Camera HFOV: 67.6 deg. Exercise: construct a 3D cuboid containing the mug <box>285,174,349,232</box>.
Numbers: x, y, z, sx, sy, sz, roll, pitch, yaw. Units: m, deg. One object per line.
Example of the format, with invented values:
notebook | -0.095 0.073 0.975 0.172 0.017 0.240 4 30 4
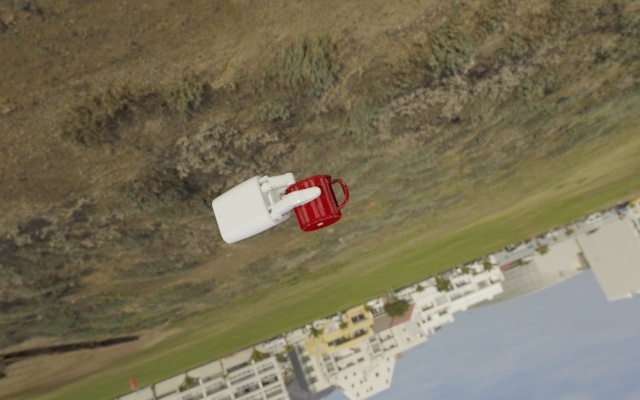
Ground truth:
mug | 0.001 0.003 0.886 0.117 0.081 0.093 -24 -15 18
